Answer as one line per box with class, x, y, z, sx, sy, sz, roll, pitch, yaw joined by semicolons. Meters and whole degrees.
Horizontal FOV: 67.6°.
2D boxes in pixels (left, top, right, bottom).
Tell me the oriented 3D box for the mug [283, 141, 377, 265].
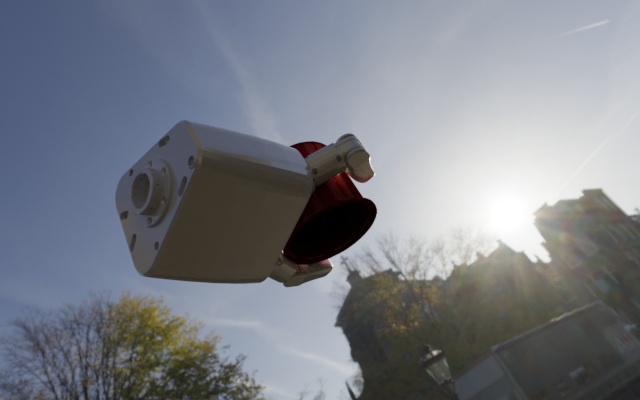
mug;0.001;0.001;0.453;0.117;0.081;0.093;12;-51;-49
